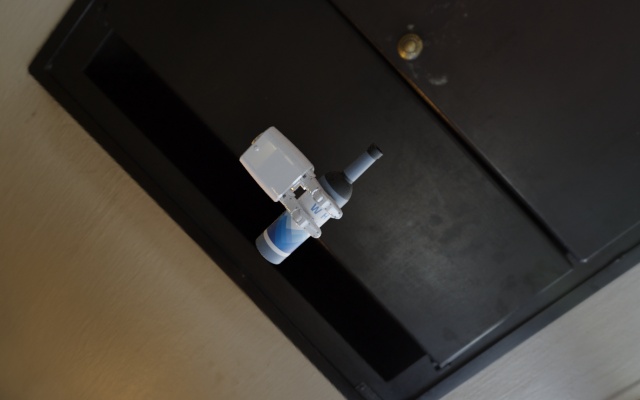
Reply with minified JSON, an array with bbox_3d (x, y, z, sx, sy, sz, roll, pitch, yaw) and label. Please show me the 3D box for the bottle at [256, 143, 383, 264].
[{"bbox_3d":[0.000,0.003,0.895,0.296,0.069,0.069,-43,-16,17],"label":"bottle"}]
